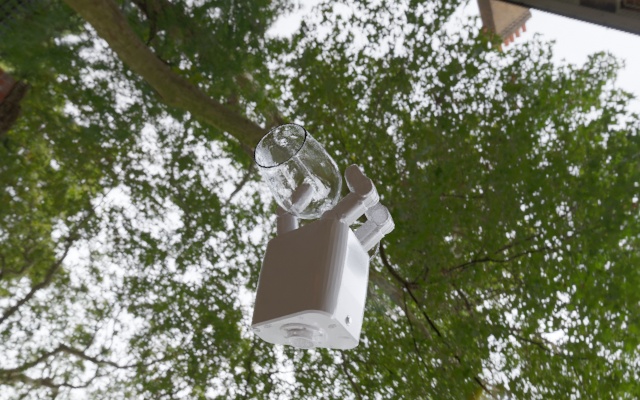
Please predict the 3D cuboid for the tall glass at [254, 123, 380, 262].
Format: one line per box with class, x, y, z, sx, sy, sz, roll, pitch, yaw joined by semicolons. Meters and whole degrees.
tall glass;0.000;0.002;0.555;0.079;0.079;0.201;0;-37;32
